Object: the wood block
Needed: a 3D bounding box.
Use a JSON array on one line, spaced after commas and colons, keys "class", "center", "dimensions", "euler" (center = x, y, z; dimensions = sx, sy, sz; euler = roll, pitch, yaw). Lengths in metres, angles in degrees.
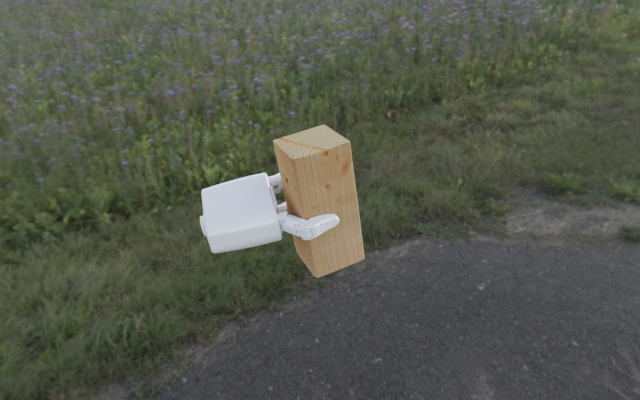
[{"class": "wood block", "center": [0.000, 0.003, 0.739], "dimensions": [0.090, 0.206, 0.090], "euler": [-19, 31, -16]}]
